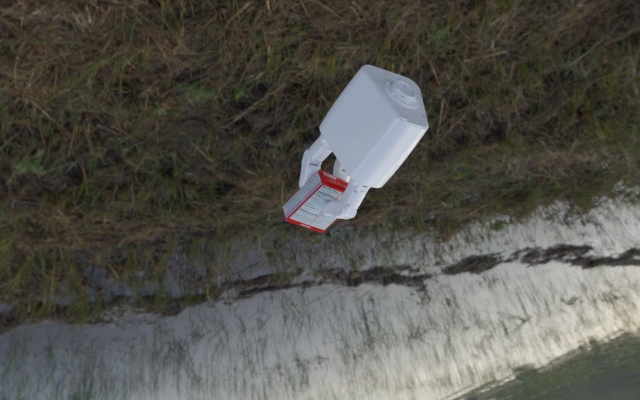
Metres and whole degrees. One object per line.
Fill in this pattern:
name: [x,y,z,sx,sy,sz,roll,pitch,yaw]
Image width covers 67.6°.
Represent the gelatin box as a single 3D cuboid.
gelatin box: [0.000,0.003,0.689,0.073,0.030,0.089,21,-54,-39]
